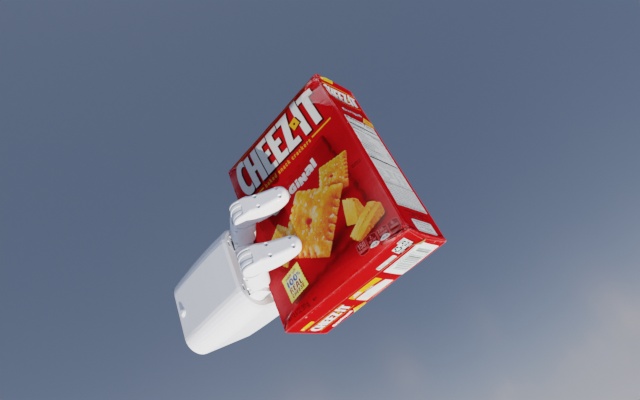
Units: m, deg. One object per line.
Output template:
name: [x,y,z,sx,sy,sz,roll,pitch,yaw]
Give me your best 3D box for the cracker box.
cracker box: [0.000,0.002,0.491,0.164,0.213,0.072,-43,-36,25]
